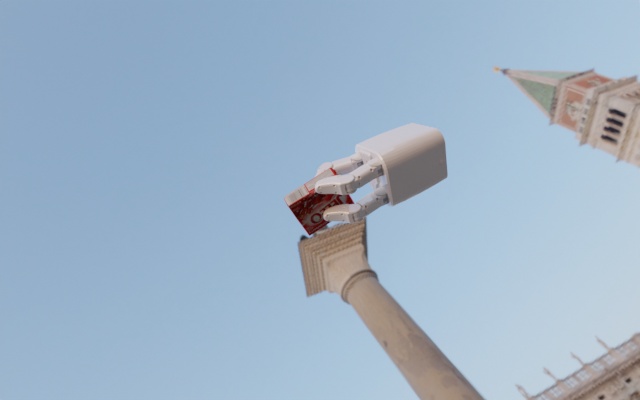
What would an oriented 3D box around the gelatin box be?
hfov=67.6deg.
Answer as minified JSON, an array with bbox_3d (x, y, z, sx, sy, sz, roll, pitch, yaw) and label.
[{"bbox_3d":[0.000,0.002,0.733,0.089,0.073,0.030,-32,40,1],"label":"gelatin box"}]
